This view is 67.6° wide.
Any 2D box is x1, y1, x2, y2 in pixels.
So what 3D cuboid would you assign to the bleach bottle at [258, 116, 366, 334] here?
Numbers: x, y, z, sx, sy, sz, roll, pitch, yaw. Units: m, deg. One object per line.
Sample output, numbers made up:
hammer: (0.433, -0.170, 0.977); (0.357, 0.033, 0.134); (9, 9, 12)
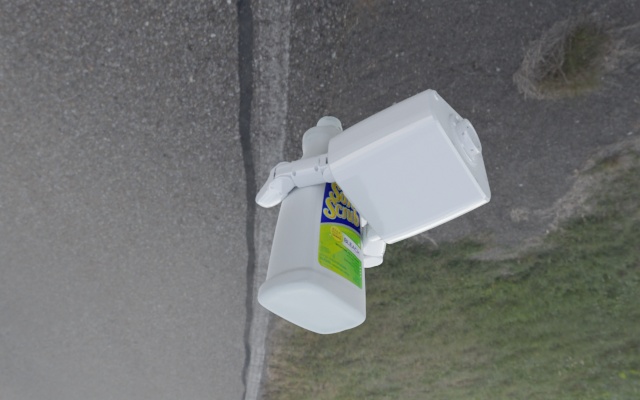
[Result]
bleach bottle: (0.000, 0.002, 0.497); (0.068, 0.250, 0.103); (-26, -47, 31)
